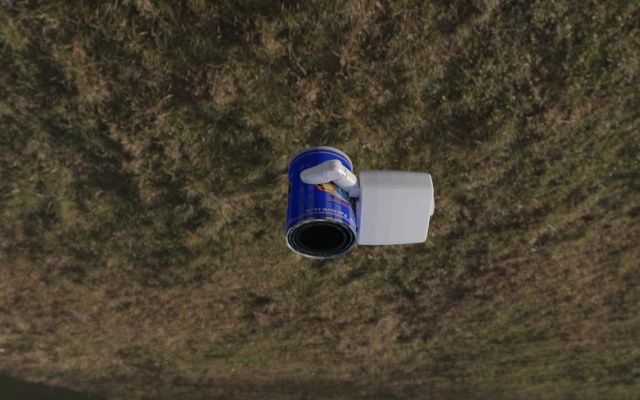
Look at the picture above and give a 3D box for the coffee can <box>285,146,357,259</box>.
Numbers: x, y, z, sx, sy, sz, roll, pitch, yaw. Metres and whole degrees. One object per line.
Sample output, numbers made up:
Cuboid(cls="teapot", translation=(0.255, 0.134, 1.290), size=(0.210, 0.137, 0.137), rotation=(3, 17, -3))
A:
Cuboid(cls="coffee can", translation=(0.000, 0.002, 0.725), size=(0.103, 0.140, 0.103), rotation=(0, -39, 0))
